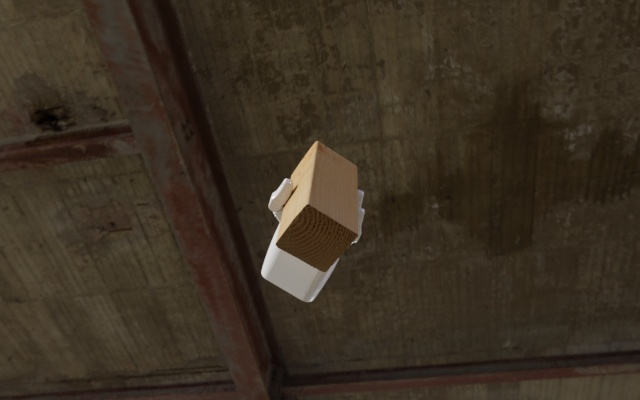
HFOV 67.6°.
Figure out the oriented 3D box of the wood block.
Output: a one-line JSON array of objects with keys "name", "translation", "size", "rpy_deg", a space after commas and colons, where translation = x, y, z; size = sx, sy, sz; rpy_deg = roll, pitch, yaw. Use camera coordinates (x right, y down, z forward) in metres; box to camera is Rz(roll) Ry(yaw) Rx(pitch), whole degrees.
[{"name": "wood block", "translation": [0.000, 0.003, 0.763], "size": [0.091, 0.090, 0.206], "rpy_deg": [31, 29, -15]}]
